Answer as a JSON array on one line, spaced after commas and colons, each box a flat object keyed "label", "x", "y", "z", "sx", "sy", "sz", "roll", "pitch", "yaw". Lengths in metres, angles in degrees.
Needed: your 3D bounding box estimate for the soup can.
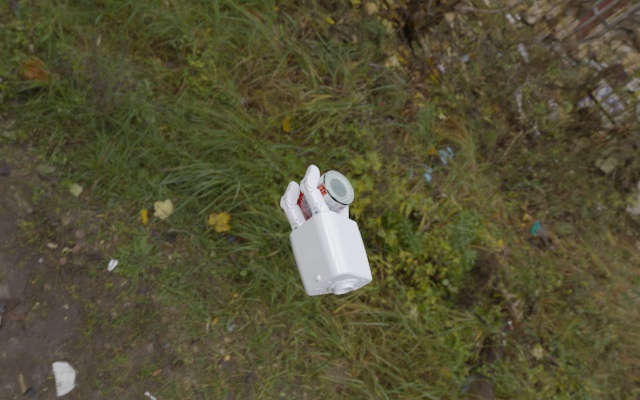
[{"label": "soup can", "x": 0.000, "y": 0.002, "z": 0.823, "sx": 0.068, "sy": 0.068, "sz": 0.102, "roll": 0, "pitch": -29, "yaw": -46}]
